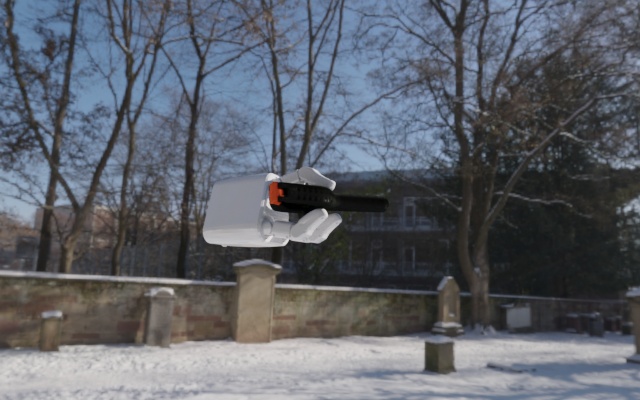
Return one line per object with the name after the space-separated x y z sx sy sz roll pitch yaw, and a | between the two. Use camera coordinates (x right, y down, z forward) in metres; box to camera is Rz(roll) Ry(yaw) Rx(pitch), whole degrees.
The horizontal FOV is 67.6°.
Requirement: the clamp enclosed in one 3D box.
0.000 0.001 0.708 0.164 0.036 0.210 -8 -12 23 | clamp
